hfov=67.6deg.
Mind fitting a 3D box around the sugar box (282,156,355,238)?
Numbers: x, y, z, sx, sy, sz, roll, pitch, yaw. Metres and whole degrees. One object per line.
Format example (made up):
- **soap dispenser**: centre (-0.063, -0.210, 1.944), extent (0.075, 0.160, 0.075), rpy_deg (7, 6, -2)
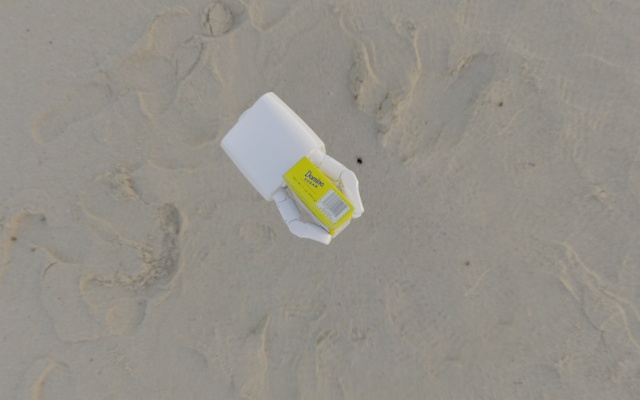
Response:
- **sugar box**: centre (0.000, 0.002, 0.661), extent (0.048, 0.093, 0.176), rpy_deg (-42, -6, -2)
